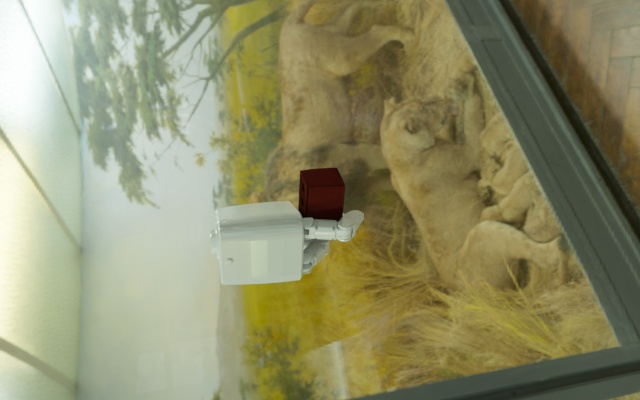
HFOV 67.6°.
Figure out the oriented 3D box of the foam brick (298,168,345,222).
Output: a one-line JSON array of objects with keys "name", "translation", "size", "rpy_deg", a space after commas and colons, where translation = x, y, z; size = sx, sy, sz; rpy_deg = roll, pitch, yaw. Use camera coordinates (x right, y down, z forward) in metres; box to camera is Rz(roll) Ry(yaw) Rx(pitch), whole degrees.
[{"name": "foam brick", "translation": [0.000, 0.002, 0.640], "size": [0.051, 0.078, 0.053], "rpy_deg": [-2, 29, -11]}]
